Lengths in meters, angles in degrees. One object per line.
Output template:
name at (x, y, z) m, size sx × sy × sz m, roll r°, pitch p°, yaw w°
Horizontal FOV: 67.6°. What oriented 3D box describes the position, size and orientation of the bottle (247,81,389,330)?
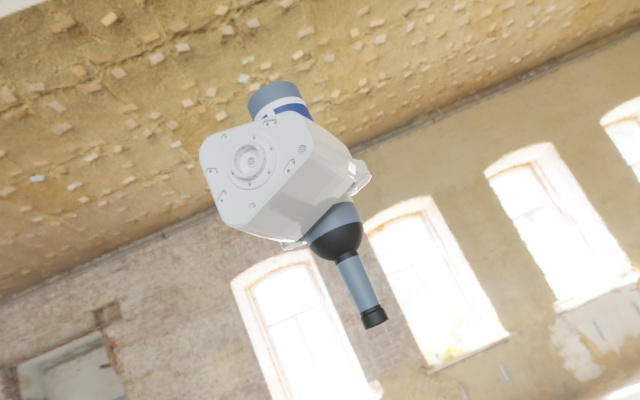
bottle at (0.000, 0.002, 0.539) m, size 0.069 × 0.295 × 0.069 m, roll -22°, pitch -19°, yaw -8°
